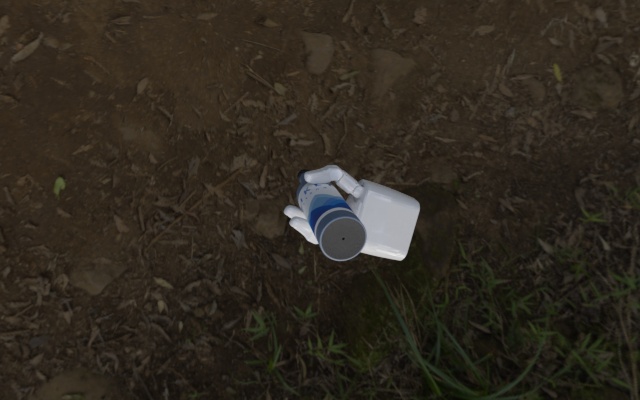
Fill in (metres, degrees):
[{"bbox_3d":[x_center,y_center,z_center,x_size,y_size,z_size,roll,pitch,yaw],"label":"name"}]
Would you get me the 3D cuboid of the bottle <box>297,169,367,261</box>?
[{"bbox_3d":[0.000,0.003,0.779,0.069,0.069,0.295,0,20,-13],"label":"bottle"}]
